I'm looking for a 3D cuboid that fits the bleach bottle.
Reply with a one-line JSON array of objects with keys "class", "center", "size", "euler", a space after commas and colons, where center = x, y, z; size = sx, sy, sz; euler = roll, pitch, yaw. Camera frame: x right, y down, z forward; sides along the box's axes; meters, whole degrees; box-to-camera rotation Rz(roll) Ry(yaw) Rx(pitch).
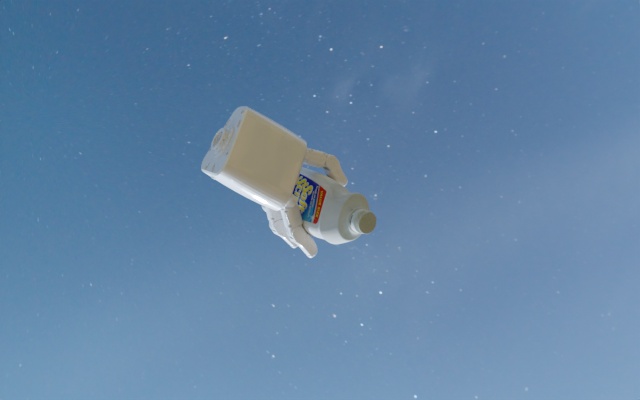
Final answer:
[{"class": "bleach bottle", "center": [0.000, 0.002, 0.711], "size": [0.068, 0.102, 0.251], "euler": [30, -7, -31]}]
